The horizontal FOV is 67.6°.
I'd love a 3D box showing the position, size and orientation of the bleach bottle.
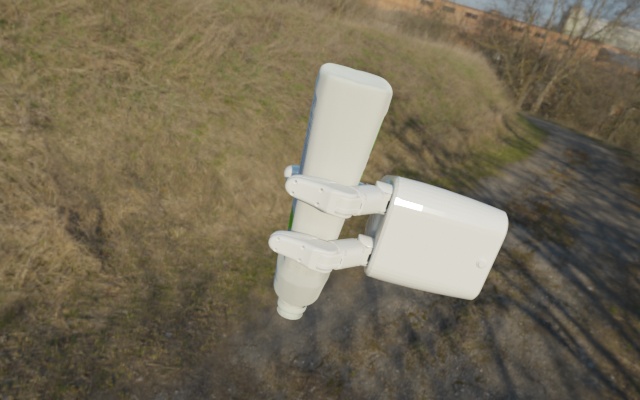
[{"bbox_3d":[0.000,0.002,0.466,0.068,0.251,0.102,15,21,-3],"label":"bleach bottle"}]
